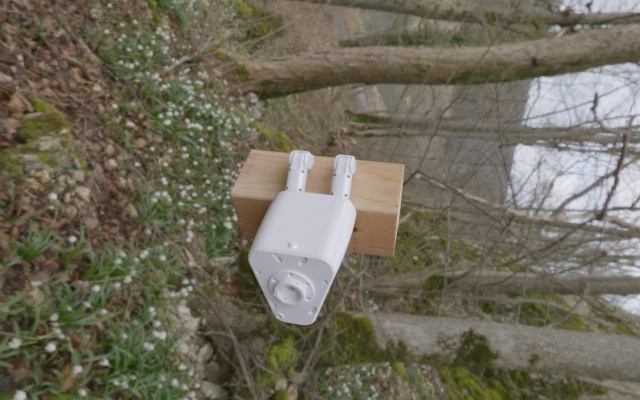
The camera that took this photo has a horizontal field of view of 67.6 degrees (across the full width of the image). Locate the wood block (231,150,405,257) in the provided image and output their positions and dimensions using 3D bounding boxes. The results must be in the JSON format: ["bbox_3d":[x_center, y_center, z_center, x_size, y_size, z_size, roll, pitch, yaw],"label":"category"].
[{"bbox_3d":[0.000,0.003,0.631,0.206,0.090,0.091,7,-43,11],"label":"wood block"}]
